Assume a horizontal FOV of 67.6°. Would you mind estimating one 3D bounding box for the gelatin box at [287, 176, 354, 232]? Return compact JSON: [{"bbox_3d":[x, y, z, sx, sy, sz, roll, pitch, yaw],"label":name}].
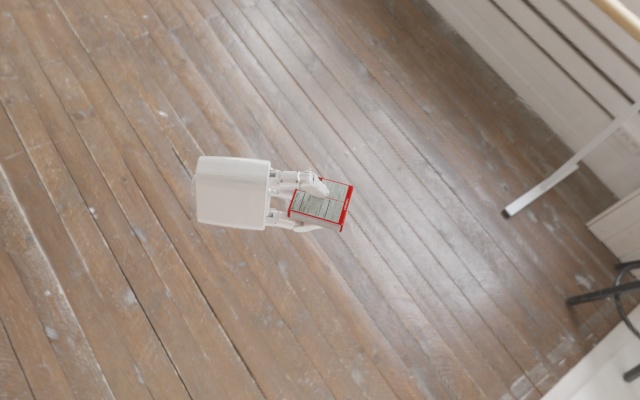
[{"bbox_3d":[0.000,0.002,0.748,0.089,0.073,0.030,15,-30,4],"label":"gelatin box"}]
